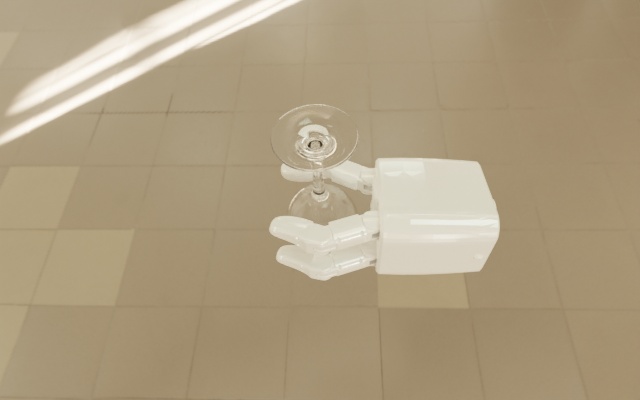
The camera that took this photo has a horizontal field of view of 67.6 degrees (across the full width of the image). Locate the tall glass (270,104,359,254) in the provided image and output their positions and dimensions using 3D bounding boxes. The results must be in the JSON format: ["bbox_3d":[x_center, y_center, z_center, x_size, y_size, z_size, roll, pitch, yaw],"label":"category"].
[{"bbox_3d":[0.000,0.001,0.481,0.079,0.079,0.201,0,-34,3],"label":"tall glass"}]
